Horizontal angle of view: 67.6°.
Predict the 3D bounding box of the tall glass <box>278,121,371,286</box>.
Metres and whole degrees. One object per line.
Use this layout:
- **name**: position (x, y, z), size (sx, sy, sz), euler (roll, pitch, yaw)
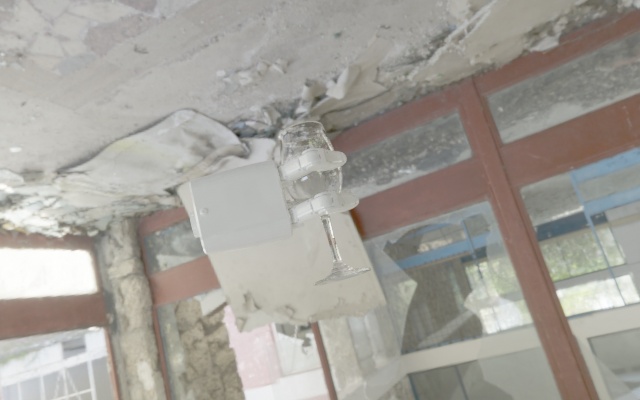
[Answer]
- **tall glass**: position (0.000, 0.003, 0.610), size (0.079, 0.201, 0.079), euler (-15, -13, -4)
